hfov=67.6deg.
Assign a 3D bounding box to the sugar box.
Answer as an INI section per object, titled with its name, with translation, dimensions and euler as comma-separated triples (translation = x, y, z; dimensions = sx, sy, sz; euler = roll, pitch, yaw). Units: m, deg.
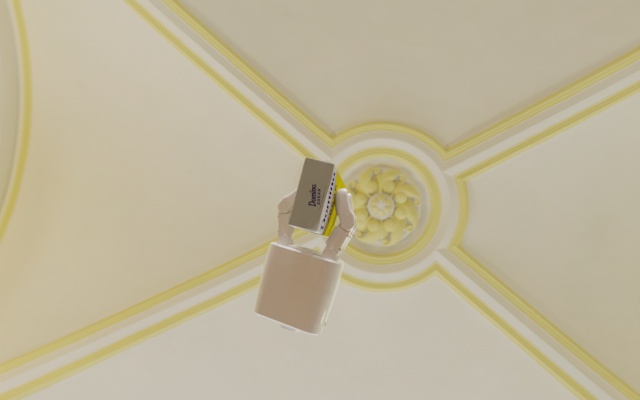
[sugar box]
translation = 0.001, 0.003, 0.689
dimensions = 0.048, 0.093, 0.176
euler = 14, -4, 7
